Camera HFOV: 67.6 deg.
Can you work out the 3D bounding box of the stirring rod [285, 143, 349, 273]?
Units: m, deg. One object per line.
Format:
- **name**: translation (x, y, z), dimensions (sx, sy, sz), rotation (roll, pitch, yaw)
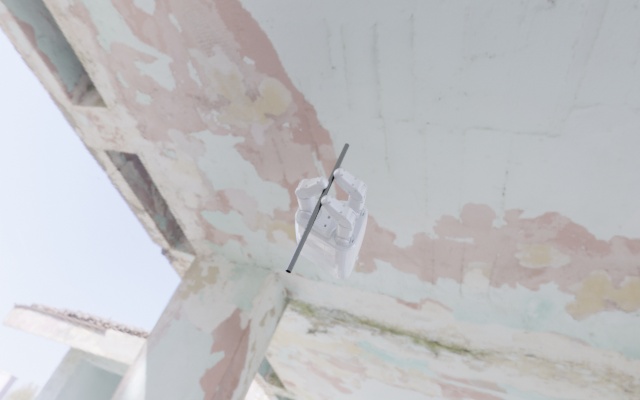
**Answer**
- **stirring rod**: translation (0.000, 0.002, 0.686), dimensions (0.011, 0.239, 0.011), rotation (17, -35, 12)
